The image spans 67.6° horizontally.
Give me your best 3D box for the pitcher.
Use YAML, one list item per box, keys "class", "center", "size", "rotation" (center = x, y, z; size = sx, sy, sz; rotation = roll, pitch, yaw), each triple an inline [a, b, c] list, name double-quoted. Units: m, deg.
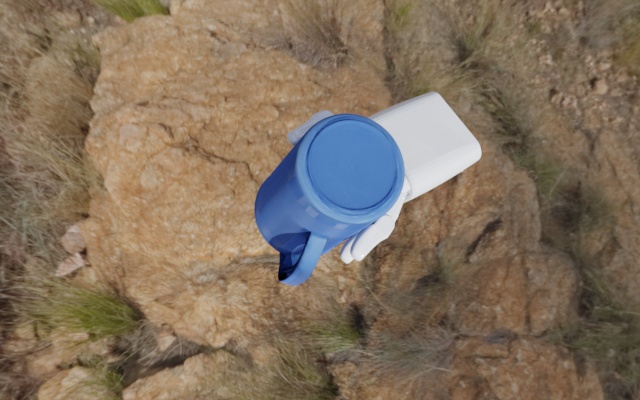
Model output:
- class: "pitcher"
  center: [0.000, 0.002, 0.550]
  size: [0.145, 0.149, 0.243]
  rotation: [-26, -4, -17]
